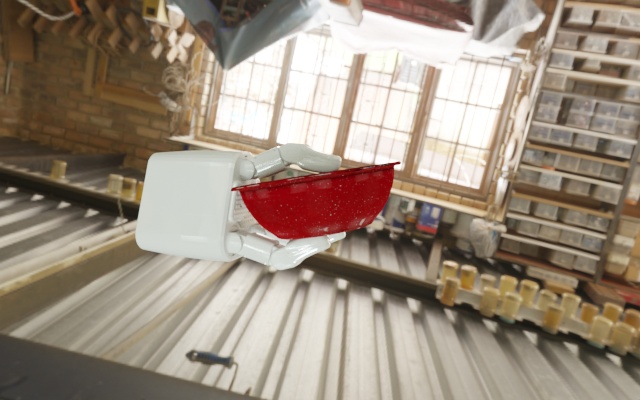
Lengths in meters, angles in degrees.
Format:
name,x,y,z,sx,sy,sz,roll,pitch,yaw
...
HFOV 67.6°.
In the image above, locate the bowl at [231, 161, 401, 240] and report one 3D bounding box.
name,x,y,z,sx,sy,sz,roll,pitch,yaw
bowl,0.001,0.002,0.453,0.162,0.055,0.162,-9,2,0
